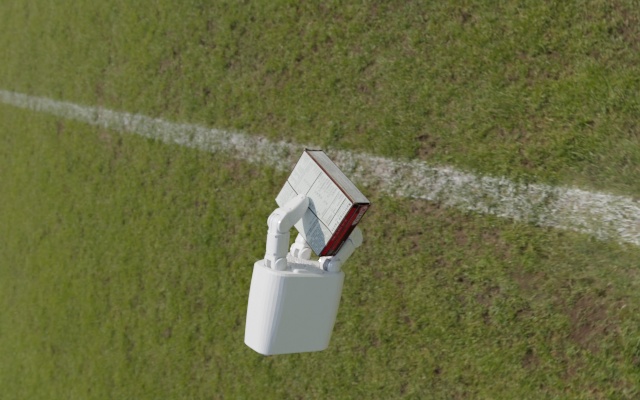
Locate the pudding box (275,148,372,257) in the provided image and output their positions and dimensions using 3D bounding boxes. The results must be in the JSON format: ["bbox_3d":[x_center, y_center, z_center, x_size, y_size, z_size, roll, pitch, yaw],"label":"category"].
[{"bbox_3d":[0.000,0.002,0.605,0.039,0.090,0.113,1,40,-49],"label":"pudding box"}]
